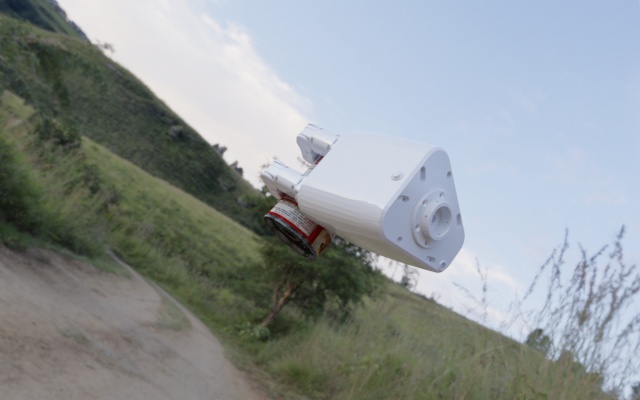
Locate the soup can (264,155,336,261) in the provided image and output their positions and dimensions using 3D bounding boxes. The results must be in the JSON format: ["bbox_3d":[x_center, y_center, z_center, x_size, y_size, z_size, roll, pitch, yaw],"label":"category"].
[{"bbox_3d":[0.000,0.001,0.494,0.068,0.102,0.068,36,-17,13],"label":"soup can"}]
